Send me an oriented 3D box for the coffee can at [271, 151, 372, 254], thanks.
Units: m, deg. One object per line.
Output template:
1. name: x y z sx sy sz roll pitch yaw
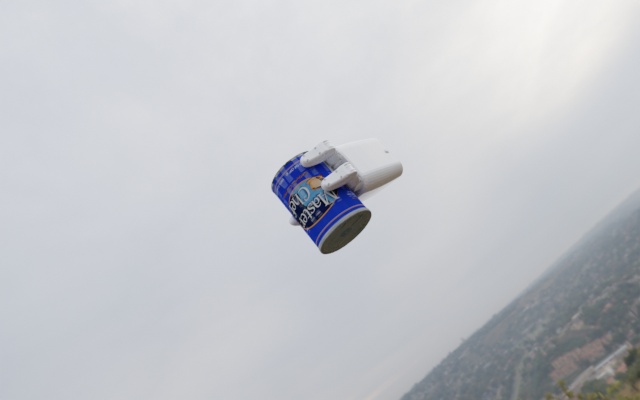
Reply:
1. coffee can: 0.000 0.003 0.780 0.103 0.140 0.103 -33 -24 -17
